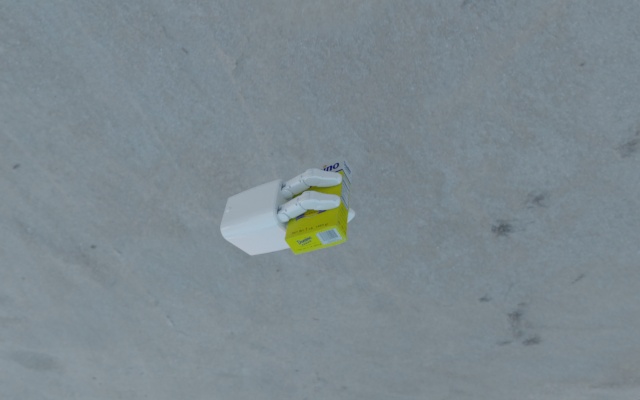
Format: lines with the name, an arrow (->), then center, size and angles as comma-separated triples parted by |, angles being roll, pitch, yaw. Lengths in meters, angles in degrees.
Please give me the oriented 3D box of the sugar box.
sugar box -> 0.000, 0.002, 0.794 | 0.093, 0.176, 0.048 | -16, -49, 20
